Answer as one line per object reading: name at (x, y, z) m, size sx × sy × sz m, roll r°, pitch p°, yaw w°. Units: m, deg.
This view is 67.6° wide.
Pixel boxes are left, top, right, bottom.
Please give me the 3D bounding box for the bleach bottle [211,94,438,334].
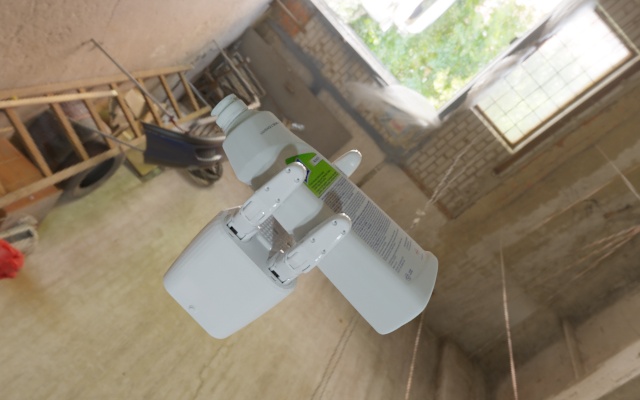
bleach bottle at (0.000, 0.002, 0.445) m, size 0.068 × 0.251 × 0.102 m, roll -41°, pitch 4°, yaw 29°
